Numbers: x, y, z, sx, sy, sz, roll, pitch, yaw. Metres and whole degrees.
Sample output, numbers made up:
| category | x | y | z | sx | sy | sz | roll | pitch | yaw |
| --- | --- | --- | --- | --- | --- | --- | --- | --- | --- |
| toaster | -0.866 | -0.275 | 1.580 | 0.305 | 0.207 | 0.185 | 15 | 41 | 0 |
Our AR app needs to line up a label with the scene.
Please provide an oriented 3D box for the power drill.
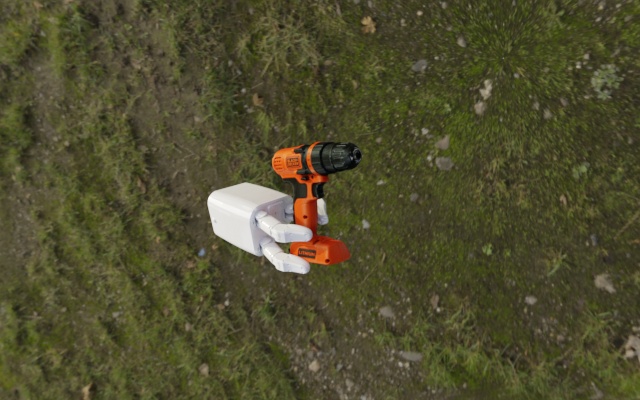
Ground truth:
| category | x | y | z | sx | sy | sz | roll | pitch | yaw |
| --- | --- | --- | --- | --- | --- | --- | --- | --- | --- |
| power drill | 0.000 | 0.003 | 0.750 | 0.057 | 0.187 | 0.184 | -9 | 7 | -40 |
